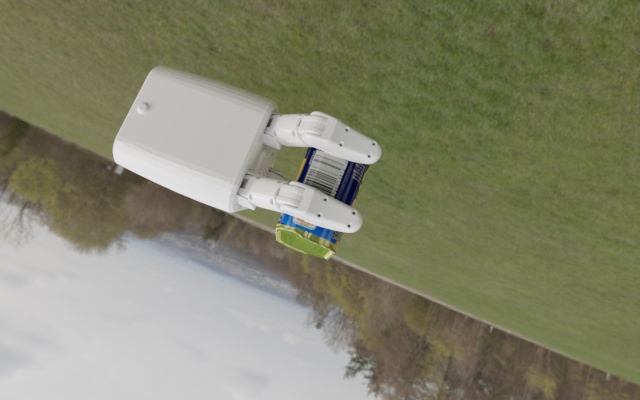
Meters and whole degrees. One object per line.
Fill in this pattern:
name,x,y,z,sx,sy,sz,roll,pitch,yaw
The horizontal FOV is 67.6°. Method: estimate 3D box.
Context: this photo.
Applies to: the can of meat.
can of meat,0.000,0.002,0.413,0.057,0.084,0.102,22,-13,1
